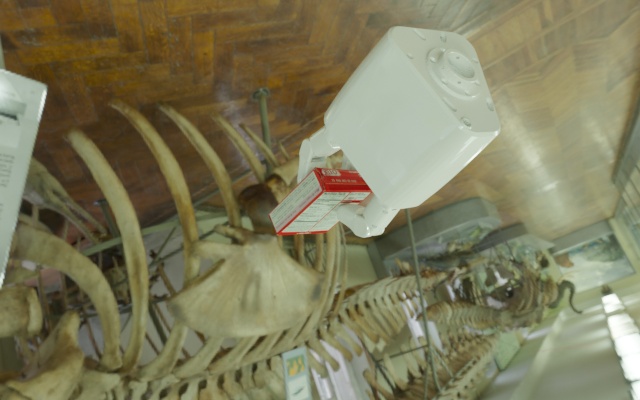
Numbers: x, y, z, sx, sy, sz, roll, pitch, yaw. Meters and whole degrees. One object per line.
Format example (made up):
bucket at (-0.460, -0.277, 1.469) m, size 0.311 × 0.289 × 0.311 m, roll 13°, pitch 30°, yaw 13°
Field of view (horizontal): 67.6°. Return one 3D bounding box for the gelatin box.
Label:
gelatin box at (0.000, 0.002, 0.500) m, size 0.073 × 0.030 × 0.089 m, roll 0°, pitch -34°, yaw -44°
